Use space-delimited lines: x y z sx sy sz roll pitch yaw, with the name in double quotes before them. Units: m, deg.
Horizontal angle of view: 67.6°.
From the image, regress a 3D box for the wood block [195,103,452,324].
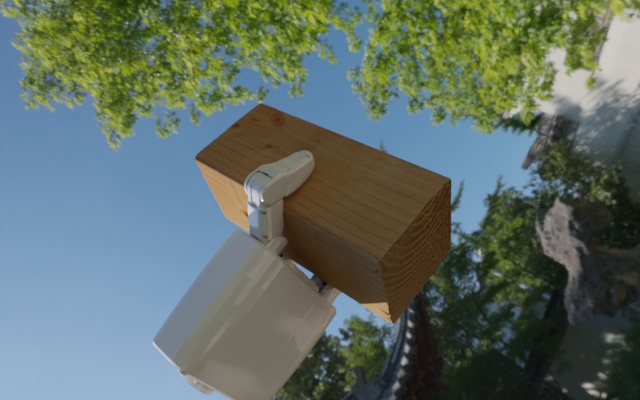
"wood block" 0.000 0.001 0.414 0.206 0.091 0.090 27 60 34
